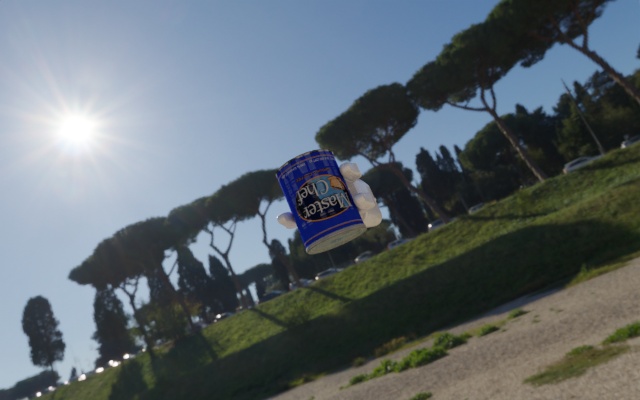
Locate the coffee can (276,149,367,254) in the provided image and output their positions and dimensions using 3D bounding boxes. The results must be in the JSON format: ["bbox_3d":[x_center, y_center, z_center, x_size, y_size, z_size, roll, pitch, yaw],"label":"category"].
[{"bbox_3d":[0.000,0.003,0.771,0.103,0.140,0.103,-22,-15,-6],"label":"coffee can"}]
